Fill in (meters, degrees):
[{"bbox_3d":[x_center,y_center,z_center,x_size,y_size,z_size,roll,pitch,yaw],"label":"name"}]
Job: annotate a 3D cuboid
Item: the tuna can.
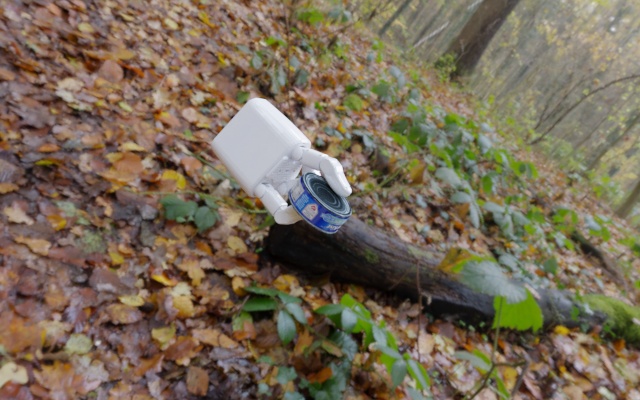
[{"bbox_3d":[0.001,0.002,0.640,0.034,0.086,0.086,-48,-23,22],"label":"tuna can"}]
